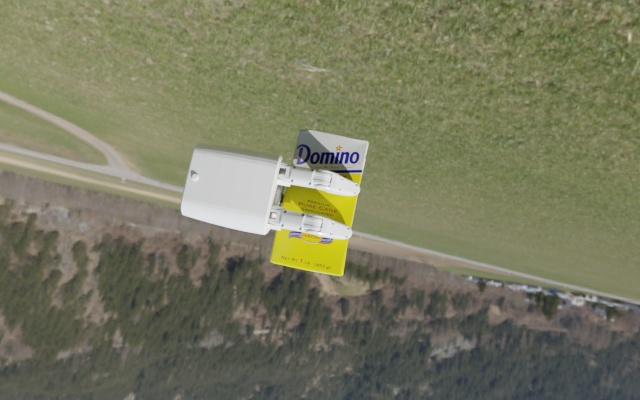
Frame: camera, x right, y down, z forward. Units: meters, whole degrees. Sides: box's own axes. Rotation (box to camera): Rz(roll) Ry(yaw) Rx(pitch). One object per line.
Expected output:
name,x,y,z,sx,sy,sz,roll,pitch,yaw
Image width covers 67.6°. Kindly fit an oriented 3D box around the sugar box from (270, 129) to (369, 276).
sugar box,0.000,0.002,0.612,0.093,0.176,0.048,11,-7,4
